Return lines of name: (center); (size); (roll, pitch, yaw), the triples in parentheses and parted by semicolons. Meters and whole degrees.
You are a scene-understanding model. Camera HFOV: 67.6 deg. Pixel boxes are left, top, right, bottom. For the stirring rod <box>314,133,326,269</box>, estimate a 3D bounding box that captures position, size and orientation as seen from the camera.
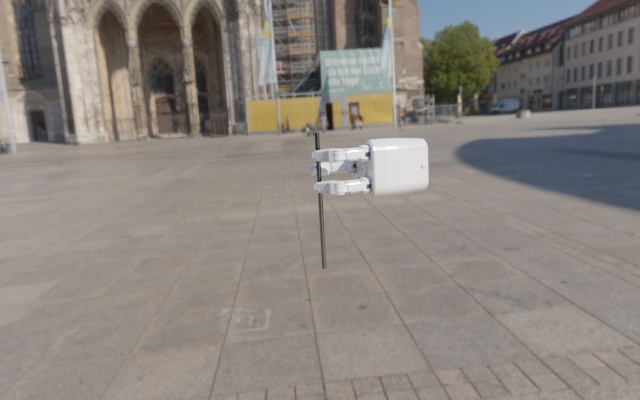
stirring rod: (0.000, 0.003, 0.837); (0.011, 0.239, 0.011); (-3, 9, 1)
